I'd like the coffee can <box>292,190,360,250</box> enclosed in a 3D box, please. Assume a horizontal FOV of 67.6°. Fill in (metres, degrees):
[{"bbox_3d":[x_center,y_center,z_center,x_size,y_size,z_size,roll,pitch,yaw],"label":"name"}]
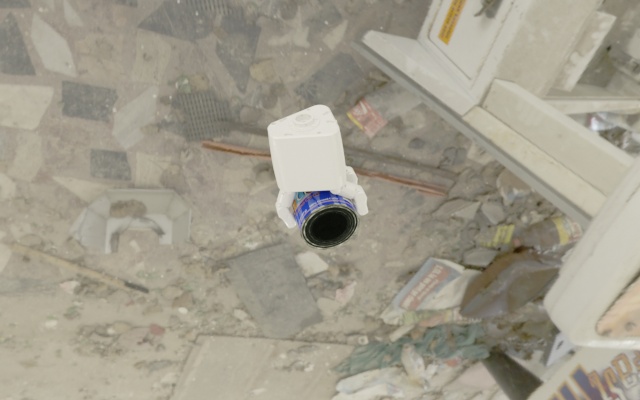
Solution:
[{"bbox_3d":[0.000,0.003,0.849,0.103,0.103,0.140,0,39,-18],"label":"coffee can"}]
